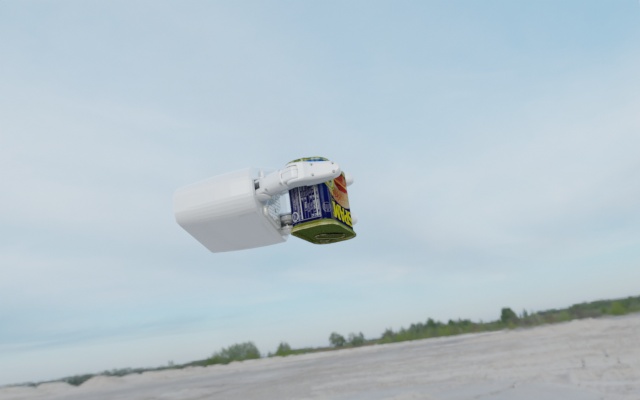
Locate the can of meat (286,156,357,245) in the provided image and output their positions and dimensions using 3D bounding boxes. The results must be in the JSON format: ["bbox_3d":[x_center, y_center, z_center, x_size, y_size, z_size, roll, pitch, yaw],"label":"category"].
[{"bbox_3d":[0.000,0.002,0.573,0.057,0.084,0.102,-14,-18,18],"label":"can of meat"}]
